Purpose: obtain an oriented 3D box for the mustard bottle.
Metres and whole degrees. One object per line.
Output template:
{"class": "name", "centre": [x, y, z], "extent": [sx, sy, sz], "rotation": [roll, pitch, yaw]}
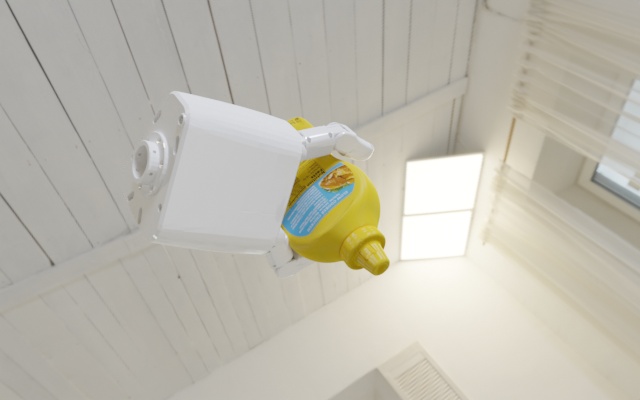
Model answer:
{"class": "mustard bottle", "centre": [0.000, 0.001, 0.452], "extent": [0.191, 0.096, 0.058], "rotation": [47, 1, 40]}
